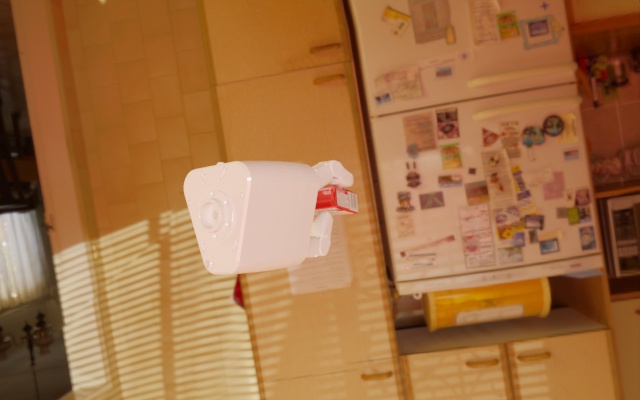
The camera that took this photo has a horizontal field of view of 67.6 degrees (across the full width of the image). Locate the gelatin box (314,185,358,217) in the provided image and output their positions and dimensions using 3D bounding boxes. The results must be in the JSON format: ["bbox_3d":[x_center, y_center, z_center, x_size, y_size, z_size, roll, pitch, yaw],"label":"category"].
[{"bbox_3d":[0.000,0.002,0.608,0.073,0.030,0.089,-6,-9,21],"label":"gelatin box"}]
